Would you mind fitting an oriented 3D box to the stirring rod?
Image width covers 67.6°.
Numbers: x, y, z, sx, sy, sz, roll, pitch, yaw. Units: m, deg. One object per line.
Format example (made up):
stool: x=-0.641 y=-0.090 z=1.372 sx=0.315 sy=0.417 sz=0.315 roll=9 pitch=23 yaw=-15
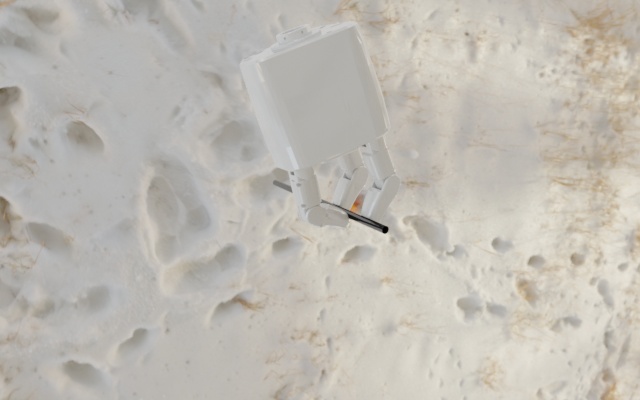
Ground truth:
stirring rod: x=0.000 y=0.002 z=0.552 sx=0.011 sy=0.011 sz=0.239 roll=0 pitch=13 yaw=-32
